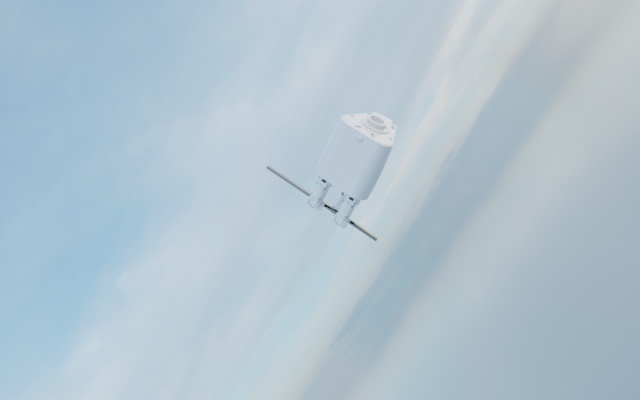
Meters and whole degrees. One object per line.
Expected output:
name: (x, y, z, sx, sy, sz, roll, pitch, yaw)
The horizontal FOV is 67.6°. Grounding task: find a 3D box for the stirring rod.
stirring rod: (0.000, 0.003, 0.854, 0.239, 0.011, 0.011, 34, 9, 13)
